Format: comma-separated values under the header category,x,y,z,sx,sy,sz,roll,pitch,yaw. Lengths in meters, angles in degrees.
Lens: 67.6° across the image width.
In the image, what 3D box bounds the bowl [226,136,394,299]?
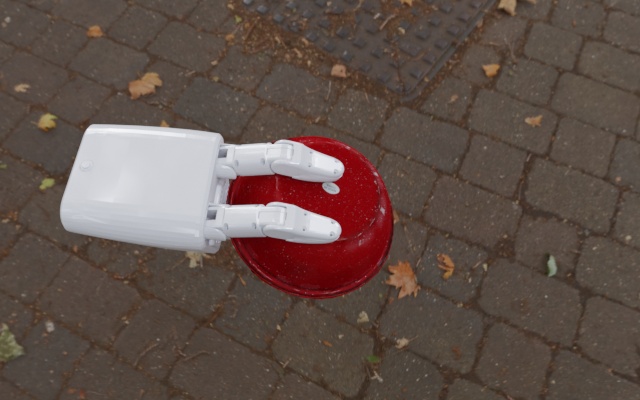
category,x,y,z,sx,sy,sz,roll,pitch,yaw
bowl,0.001,0.001,0.422,0.162,0.162,0.055,0,-23,-17
